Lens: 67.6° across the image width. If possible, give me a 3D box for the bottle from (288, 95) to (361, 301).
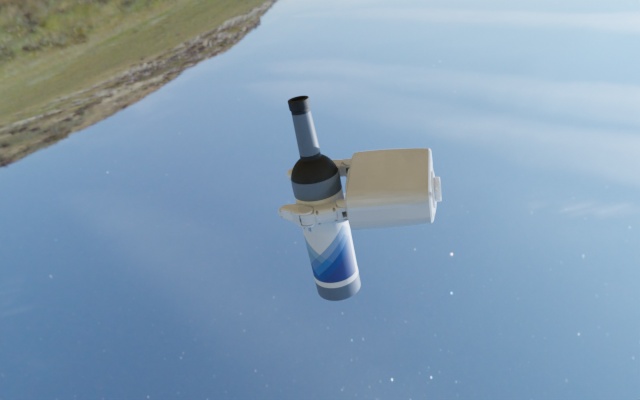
[{"bbox_3d":[0.000,0.002,0.660,0.069,0.296,0.069,-10,26,5],"label":"bottle"}]
